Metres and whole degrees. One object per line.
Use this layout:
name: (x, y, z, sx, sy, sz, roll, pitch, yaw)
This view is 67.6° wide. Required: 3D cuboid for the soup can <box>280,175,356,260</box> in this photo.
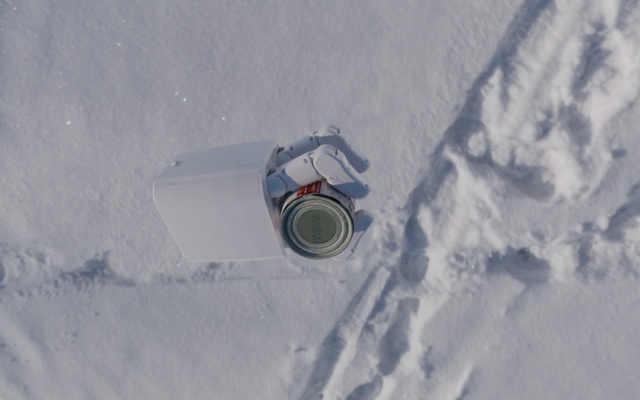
soup can: (0.001, 0.002, 0.460, 0.068, 0.068, 0.102, 0, 27, 5)
